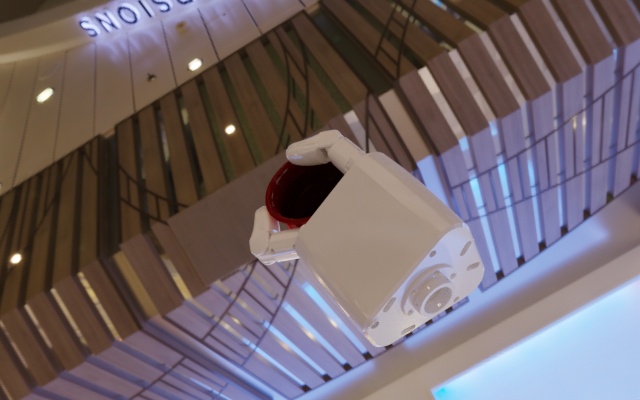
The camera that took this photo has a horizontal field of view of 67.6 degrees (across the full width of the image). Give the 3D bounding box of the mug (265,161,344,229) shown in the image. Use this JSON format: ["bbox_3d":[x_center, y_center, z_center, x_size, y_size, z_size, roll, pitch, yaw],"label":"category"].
[{"bbox_3d":[-0.001,0.001,0.480,0.093,0.081,0.117,-37,43,-4],"label":"mug"}]
